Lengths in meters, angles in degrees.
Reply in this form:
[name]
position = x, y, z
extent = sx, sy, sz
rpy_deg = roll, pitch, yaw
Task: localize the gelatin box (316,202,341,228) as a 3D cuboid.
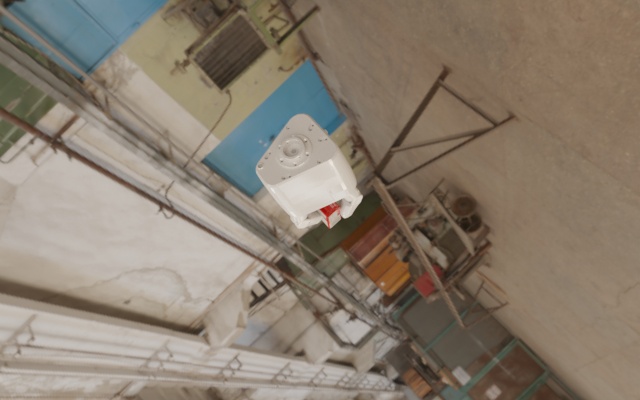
[gelatin box]
position = 0.000, 0.003, 0.787
extent = 0.030, 0.073, 0.089
rpy_deg = -41, -14, -7
